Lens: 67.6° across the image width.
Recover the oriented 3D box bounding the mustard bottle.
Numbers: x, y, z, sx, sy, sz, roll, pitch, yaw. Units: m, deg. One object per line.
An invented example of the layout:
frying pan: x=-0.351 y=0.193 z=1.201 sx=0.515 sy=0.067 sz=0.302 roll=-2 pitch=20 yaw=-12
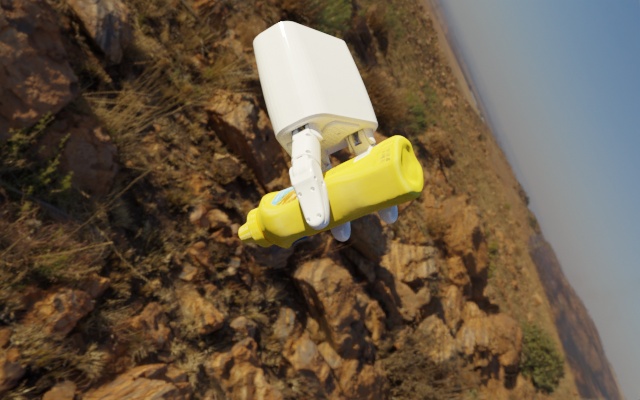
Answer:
mustard bottle: x=0.000 y=0.002 z=0.463 sx=0.191 sy=0.058 sz=0.096 roll=-23 pitch=10 yaw=22
